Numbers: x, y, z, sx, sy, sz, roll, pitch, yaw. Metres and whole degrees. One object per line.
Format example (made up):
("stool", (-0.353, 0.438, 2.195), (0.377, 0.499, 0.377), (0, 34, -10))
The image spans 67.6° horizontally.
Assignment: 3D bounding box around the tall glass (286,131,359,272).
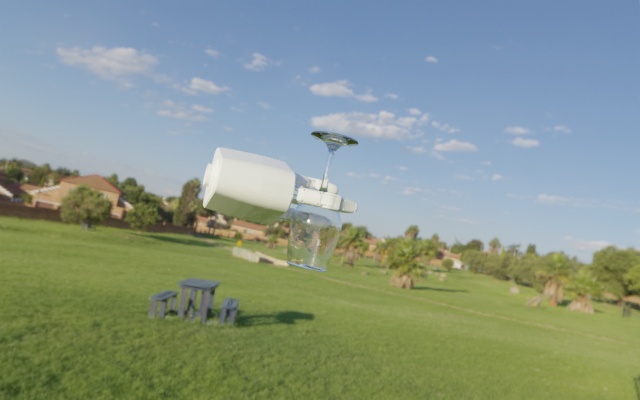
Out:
("tall glass", (0.000, 0.002, 0.719), (0.079, 0.201, 0.079), (12, -4, 1))
